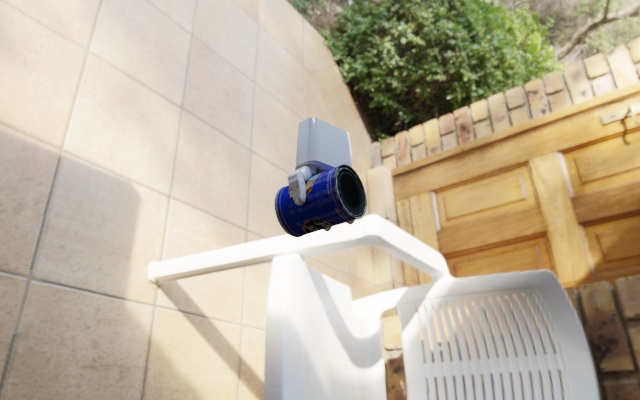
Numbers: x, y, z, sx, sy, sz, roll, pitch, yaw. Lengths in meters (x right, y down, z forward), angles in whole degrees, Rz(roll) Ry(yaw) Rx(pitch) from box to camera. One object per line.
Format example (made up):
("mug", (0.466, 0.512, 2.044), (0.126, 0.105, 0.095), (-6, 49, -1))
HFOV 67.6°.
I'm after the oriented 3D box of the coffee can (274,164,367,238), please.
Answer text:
("coffee can", (0.000, 0.003, 0.886), (0.140, 0.103, 0.103), (-19, -10, 32))
